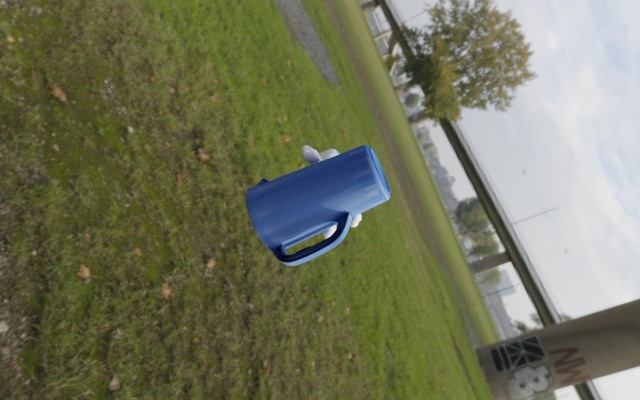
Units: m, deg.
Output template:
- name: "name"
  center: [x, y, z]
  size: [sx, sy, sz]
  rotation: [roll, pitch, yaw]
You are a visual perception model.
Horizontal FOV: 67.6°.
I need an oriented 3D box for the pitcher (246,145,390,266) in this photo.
- name: "pitcher"
  center: [0.000, 0.003, 0.867]
  size: [0.243, 0.149, 0.145]
  rotation: [-23, 15, 13]
